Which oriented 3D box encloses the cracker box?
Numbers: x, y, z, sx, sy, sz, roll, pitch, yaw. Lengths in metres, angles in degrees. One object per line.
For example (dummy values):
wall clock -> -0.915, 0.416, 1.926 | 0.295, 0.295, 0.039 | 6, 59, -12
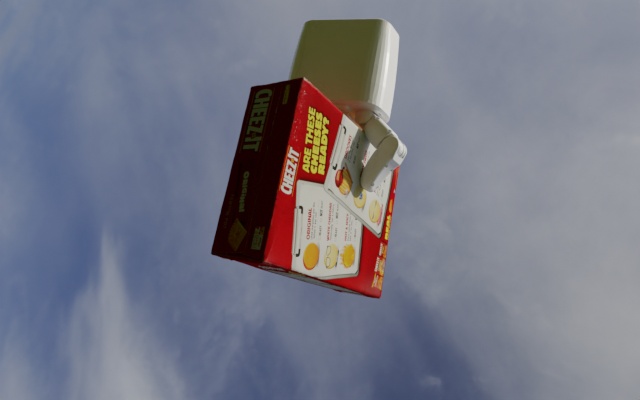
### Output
cracker box -> 0.000, 0.002, 0.490 | 0.072, 0.164, 0.214 | 1, -17, 34
